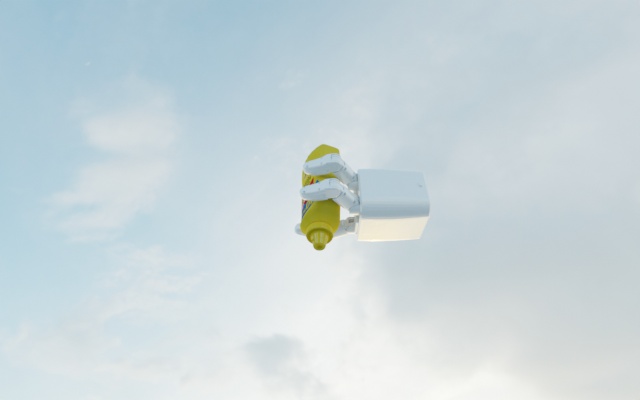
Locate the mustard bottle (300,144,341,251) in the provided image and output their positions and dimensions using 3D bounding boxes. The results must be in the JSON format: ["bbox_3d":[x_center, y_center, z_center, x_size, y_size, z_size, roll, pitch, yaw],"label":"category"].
[{"bbox_3d":[0.000,0.002,0.759,0.058,0.191,0.096,18,-49,-16],"label":"mustard bottle"}]
